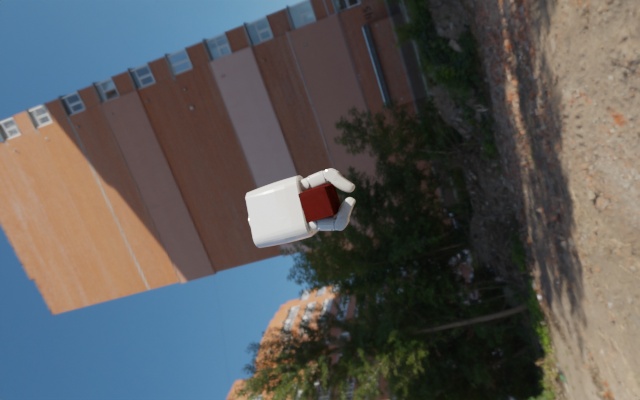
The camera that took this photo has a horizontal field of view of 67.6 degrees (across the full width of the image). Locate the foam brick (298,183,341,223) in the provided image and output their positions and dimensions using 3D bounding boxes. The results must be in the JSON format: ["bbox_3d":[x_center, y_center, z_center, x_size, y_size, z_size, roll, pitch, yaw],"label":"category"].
[{"bbox_3d":[0.000,0.003,0.831,0.051,0.053,0.078,-15,3,13],"label":"foam brick"}]
